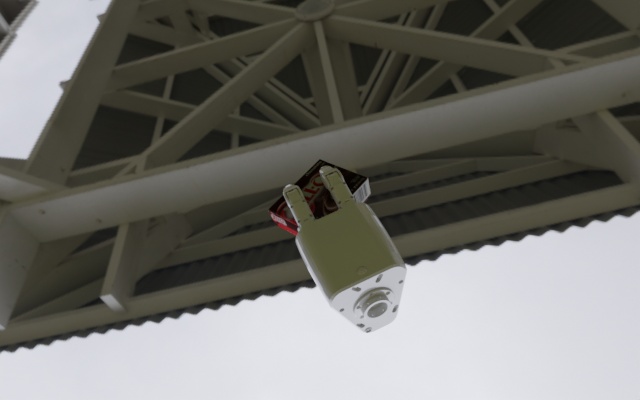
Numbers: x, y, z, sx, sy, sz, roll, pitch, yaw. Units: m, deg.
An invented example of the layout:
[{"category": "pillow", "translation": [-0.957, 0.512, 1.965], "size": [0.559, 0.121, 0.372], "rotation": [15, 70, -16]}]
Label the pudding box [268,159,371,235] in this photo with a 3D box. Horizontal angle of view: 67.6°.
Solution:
[{"category": "pudding box", "translation": [0.000, 0.002, 0.644], "size": [0.090, 0.039, 0.113], "rotation": [25, 58, 36]}]
